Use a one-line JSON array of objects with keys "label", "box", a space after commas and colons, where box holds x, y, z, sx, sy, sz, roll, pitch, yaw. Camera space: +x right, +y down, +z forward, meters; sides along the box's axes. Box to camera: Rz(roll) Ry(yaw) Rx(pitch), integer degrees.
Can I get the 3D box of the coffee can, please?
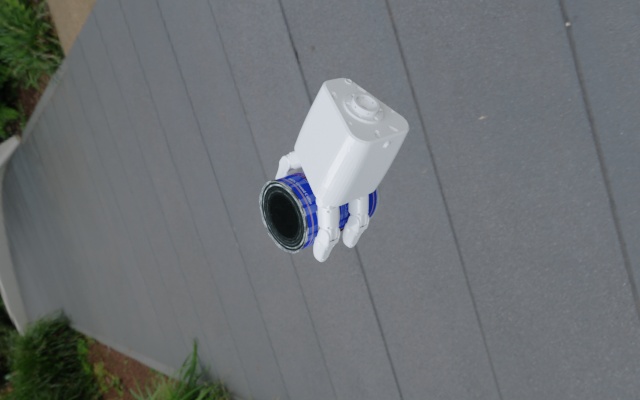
[{"label": "coffee can", "box": [0.000, 0.002, 0.676, 0.140, 0.103, 0.103, -22, 13, -37]}]
